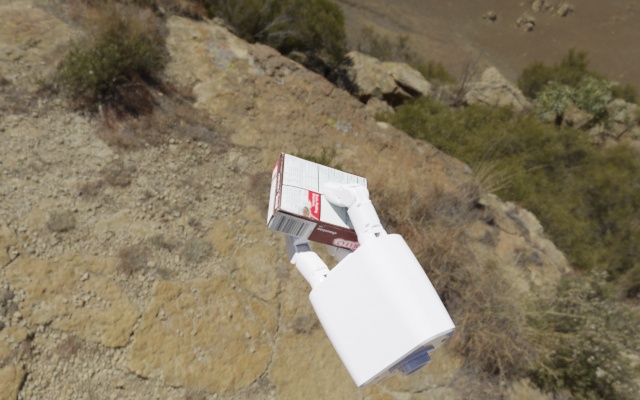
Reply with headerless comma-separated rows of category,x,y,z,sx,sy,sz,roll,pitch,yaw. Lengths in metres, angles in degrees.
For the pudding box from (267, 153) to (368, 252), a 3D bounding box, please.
pudding box,0.000,0.002,0.541,0.113,0.090,0.039,17,-44,-18
